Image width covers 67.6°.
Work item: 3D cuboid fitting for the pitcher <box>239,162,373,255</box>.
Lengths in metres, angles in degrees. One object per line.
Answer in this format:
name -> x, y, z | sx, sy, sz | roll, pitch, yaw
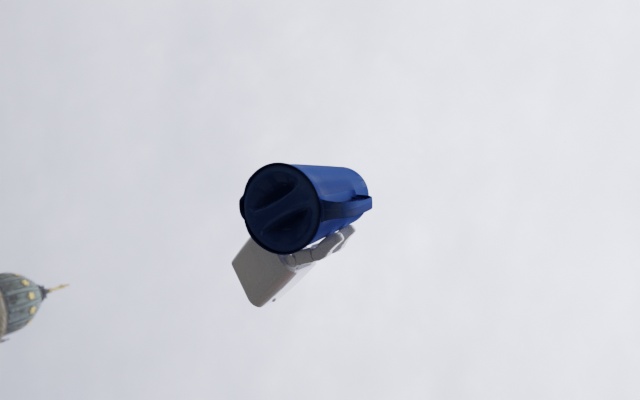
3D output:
pitcher -> 0.000, 0.003, 0.780 | 0.149, 0.145, 0.243 | 47, 23, 15
